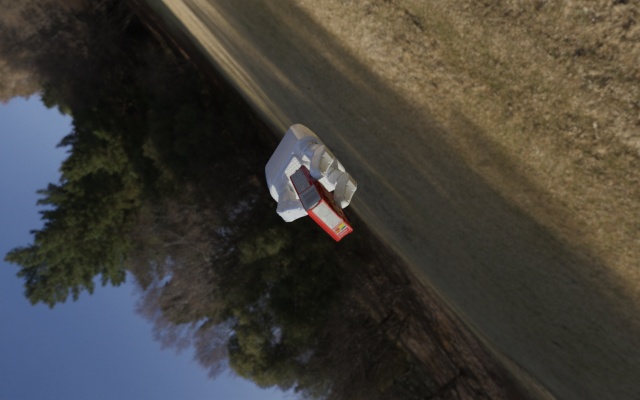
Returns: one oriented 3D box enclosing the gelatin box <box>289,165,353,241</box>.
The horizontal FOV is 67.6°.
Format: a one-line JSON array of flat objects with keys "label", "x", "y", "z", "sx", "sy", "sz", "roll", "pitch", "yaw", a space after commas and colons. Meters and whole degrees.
[{"label": "gelatin box", "x": 0.000, "y": 0.003, "z": 0.636, "sx": 0.073, "sy": 0.030, "sz": 0.089, "roll": 45, "pitch": 10, "yaw": -37}]
